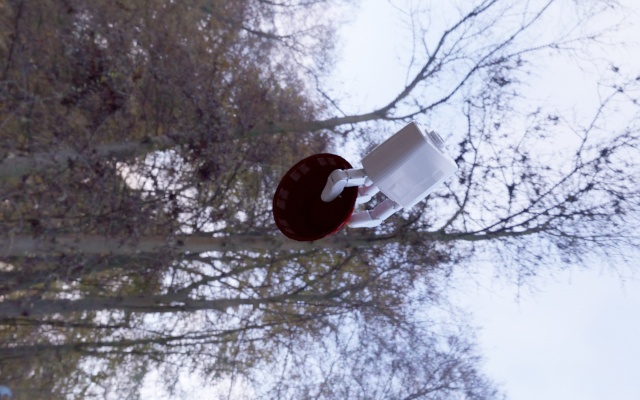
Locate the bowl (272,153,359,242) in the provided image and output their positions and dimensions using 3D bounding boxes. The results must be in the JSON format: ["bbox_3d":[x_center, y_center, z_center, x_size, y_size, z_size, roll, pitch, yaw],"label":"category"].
[{"bbox_3d":[-0.001,0.003,0.807,0.162,0.162,0.055,0,-25,30],"label":"bowl"}]
